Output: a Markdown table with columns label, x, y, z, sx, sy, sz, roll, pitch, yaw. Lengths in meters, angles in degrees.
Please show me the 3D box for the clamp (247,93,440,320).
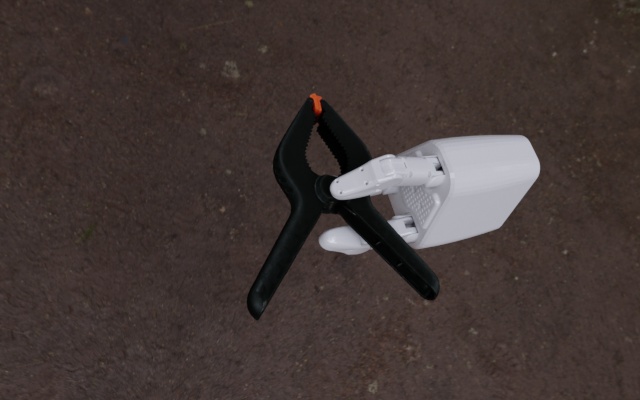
| label | x | y | z | sx | sy | sz | roll | pitch | yaw |
| --- | --- | --- | --- | --- | --- | --- | --- | --- | --- |
| clamp | 0.000 | 0.001 | 0.418 | 0.164 | 0.210 | 0.036 | -9 | -22 | -21 |
